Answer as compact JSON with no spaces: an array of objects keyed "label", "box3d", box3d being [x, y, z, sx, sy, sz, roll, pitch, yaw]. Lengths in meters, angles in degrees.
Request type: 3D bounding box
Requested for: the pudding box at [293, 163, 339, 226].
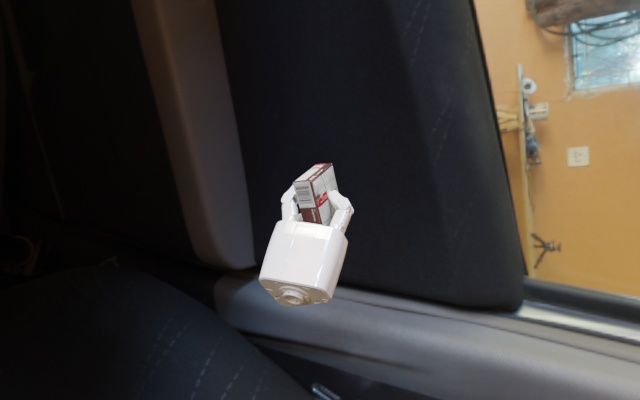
[{"label":"pudding box","box3d":[0.000,0.003,0.825,0.039,0.113,0.090,-2,22,27]}]
